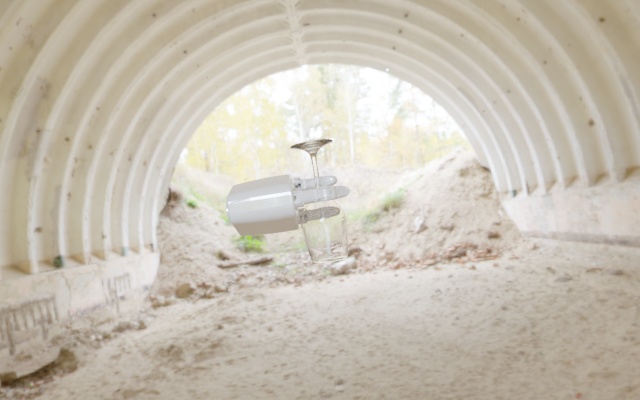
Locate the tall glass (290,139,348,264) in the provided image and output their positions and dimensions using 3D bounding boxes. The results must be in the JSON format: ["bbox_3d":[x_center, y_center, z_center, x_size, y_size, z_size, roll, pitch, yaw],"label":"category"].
[{"bbox_3d":[0.000,0.002,0.806,0.079,0.201,0.079,-9,-2,0],"label":"tall glass"}]
